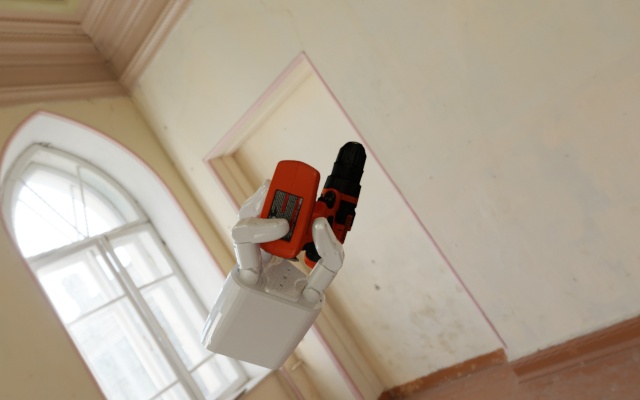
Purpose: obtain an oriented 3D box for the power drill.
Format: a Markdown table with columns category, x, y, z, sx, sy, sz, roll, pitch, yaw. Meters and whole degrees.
| category | x | y | z | sx | sy | sz | roll | pitch | yaw |
| --- | --- | --- | --- | --- | --- | --- | --- | --- | --- |
| power drill | 0.000 | 0.002 | 0.591 | 0.057 | 0.184 | 0.187 | 16 | 1 | 22 |
